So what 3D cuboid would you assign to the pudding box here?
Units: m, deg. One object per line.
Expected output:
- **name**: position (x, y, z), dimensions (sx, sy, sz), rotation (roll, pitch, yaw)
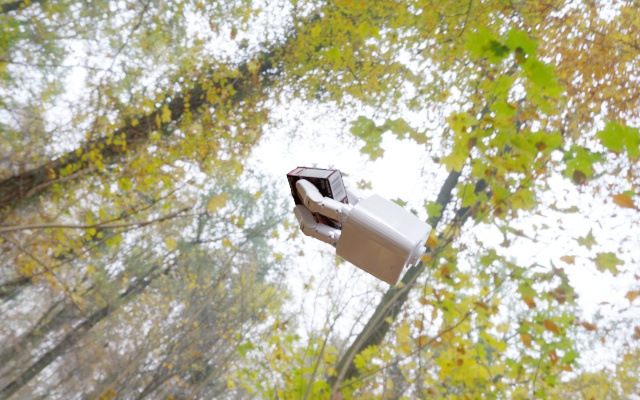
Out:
- **pudding box**: position (0.000, 0.002, 0.769), dimensions (0.090, 0.113, 0.039), rotation (7, 32, 38)
